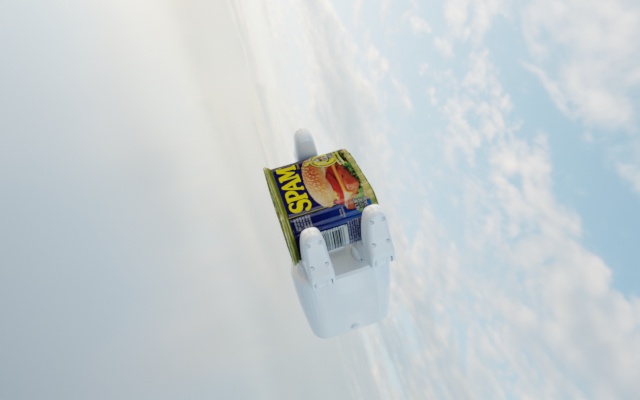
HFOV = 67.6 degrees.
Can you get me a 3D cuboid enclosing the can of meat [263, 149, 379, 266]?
[{"bbox_3d":[0.000,0.001,0.442,0.084,0.057,0.102,-17,40,-7],"label":"can of meat"}]
